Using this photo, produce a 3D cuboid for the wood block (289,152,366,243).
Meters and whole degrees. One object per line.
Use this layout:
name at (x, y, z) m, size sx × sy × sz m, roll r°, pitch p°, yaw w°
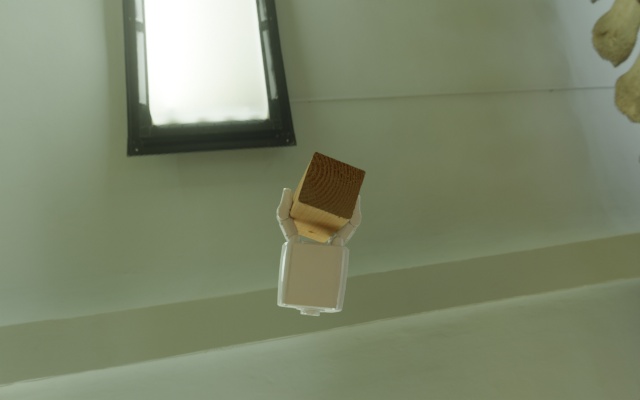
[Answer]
wood block at (0.000, 0.003, 0.842) m, size 0.091 × 0.090 × 0.206 m, roll 20°, pitch -18°, yaw -5°
